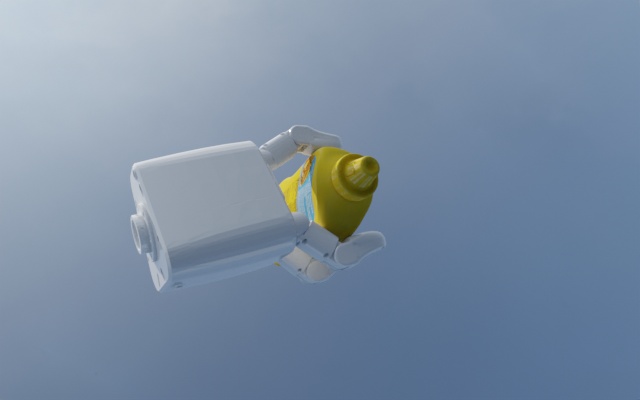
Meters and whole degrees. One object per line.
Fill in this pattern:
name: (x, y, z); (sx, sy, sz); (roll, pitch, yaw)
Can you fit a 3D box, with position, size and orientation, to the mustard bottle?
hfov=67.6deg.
mustard bottle: (0.000, 0.002, 0.468); (0.058, 0.096, 0.192); (11, -23, -22)
